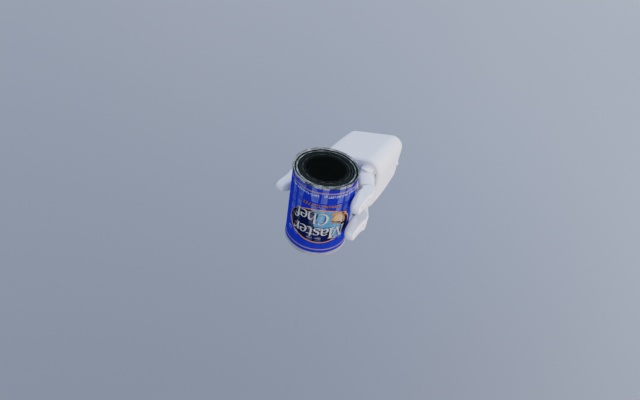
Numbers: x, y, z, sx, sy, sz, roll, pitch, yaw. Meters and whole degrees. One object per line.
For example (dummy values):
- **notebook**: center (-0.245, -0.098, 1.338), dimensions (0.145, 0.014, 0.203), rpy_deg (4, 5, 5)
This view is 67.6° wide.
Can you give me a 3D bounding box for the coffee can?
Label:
- **coffee can**: center (0.000, 0.003, 0.753), dimensions (0.103, 0.140, 0.102), rpy_deg (6, 41, -5)
